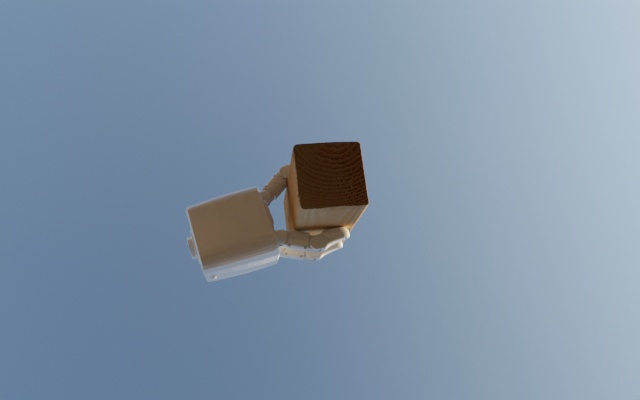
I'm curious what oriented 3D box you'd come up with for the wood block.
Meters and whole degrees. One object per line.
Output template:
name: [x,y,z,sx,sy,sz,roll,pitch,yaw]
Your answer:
wood block: [0.000,0.002,0.694,0.090,0.090,0.206,-4,-19,-10]
